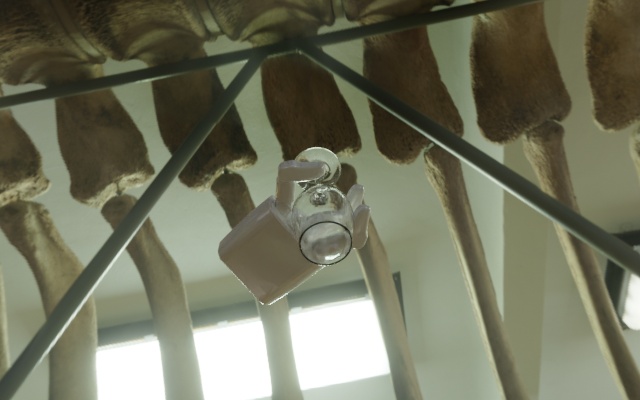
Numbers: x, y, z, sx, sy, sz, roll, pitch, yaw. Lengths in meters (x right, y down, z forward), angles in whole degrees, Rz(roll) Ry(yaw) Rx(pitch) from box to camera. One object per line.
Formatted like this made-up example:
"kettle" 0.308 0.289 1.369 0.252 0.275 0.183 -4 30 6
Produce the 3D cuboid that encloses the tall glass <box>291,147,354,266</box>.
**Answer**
"tall glass" 0.000 0.002 0.632 0.079 0.079 0.201 0 29 -4
